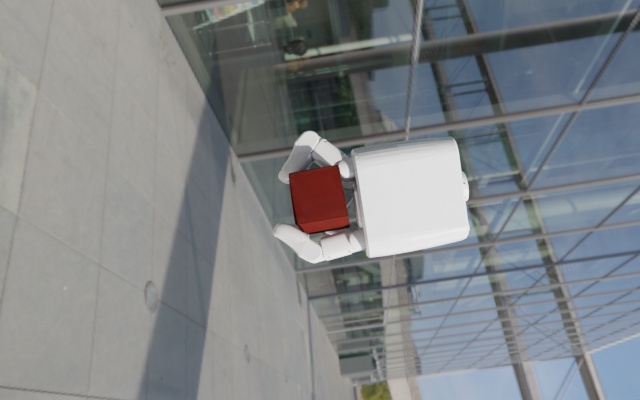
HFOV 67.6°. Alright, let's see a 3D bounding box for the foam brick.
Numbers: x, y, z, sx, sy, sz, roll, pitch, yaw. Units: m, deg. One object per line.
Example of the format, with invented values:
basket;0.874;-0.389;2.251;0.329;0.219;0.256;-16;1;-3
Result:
foam brick;0.000;0.002;0.488;0.051;0.053;0.078;-9;-12;2
